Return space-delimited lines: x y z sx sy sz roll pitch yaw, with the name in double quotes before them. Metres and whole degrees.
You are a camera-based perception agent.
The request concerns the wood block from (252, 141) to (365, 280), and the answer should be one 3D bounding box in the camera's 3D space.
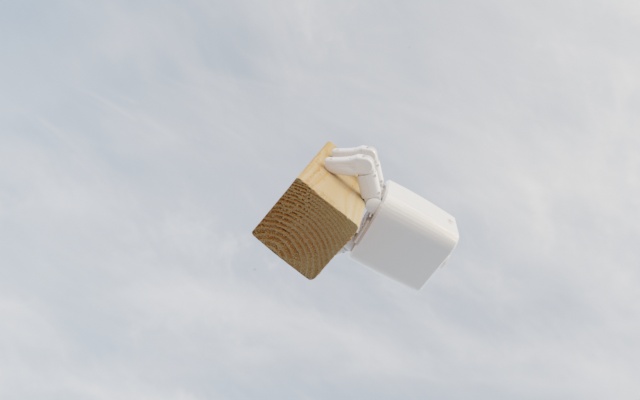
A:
"wood block" 0.000 0.002 0.618 0.090 0.091 0.206 39 20 -3
